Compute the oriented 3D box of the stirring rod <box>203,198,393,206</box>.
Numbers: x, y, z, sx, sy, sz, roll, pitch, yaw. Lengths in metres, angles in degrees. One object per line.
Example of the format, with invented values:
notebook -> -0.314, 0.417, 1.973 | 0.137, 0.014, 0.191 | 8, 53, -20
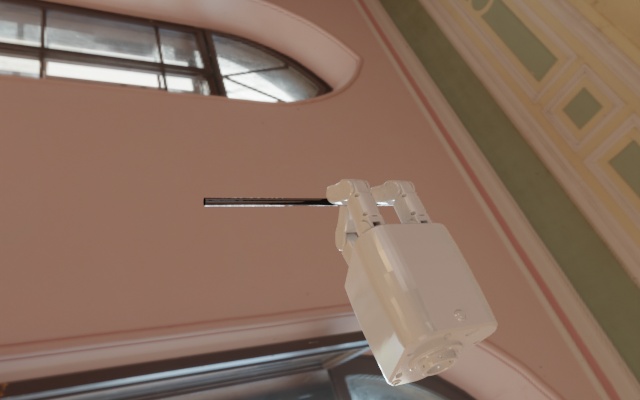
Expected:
stirring rod -> 0.000, 0.002, 0.494 | 0.239, 0.011, 0.011 | 0, 0, -28
